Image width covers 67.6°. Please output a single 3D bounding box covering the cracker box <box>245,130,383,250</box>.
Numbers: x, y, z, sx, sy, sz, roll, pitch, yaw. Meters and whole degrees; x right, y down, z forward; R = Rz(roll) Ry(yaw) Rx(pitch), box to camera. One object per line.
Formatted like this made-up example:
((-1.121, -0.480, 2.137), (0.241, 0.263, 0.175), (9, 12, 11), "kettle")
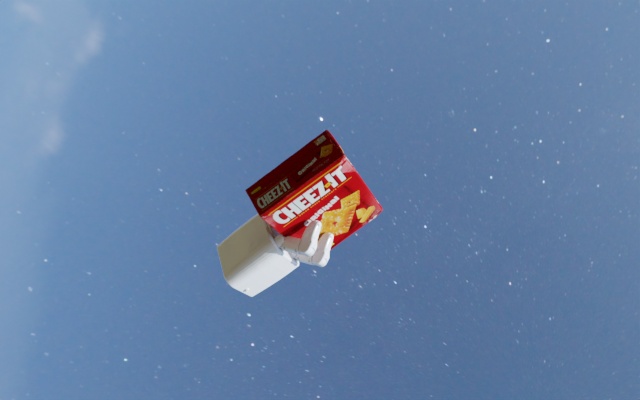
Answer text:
((0.000, 0.003, 0.819), (0.164, 0.072, 0.214), (-37, -34, 4), "cracker box")
